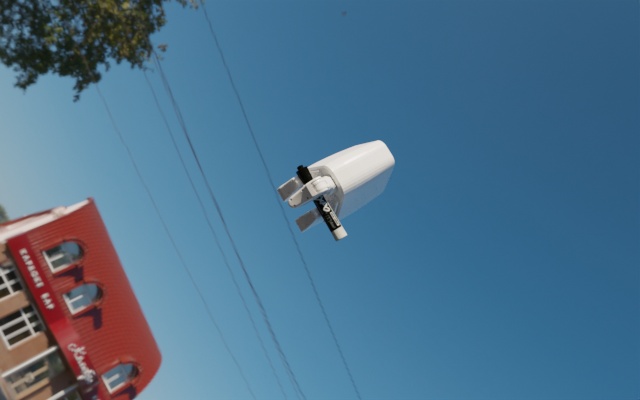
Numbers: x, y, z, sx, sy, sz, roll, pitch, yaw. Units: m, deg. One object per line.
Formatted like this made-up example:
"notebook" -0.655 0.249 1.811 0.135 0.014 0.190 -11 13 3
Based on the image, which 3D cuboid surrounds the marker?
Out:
"marker" 0.000 0.002 0.686 0.020 0.121 0.020 -30 -4 -3
